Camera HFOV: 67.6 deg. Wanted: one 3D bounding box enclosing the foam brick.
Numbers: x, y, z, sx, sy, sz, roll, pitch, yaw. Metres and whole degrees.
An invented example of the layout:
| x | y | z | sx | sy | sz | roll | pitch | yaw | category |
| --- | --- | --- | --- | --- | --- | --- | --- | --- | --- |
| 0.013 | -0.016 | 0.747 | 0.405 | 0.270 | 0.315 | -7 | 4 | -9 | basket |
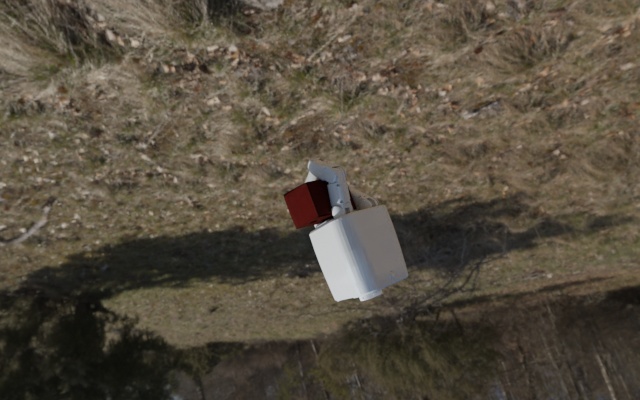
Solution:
| x | y | z | sx | sy | sz | roll | pitch | yaw | category |
| --- | --- | --- | --- | --- | --- | --- | --- | --- | --- |
| 0.000 | 0.002 | 0.658 | 0.078 | 0.051 | 0.053 | -11 | -11 | -43 | foam brick |
